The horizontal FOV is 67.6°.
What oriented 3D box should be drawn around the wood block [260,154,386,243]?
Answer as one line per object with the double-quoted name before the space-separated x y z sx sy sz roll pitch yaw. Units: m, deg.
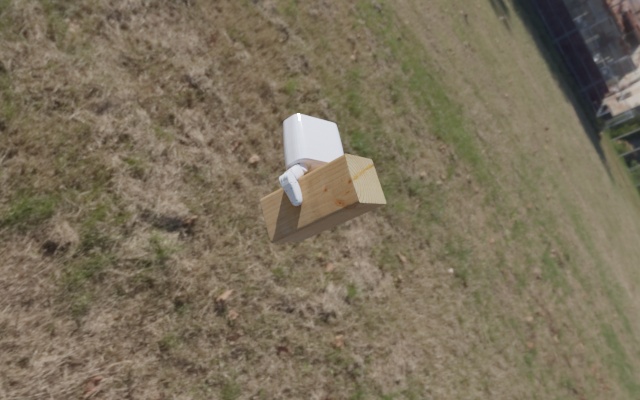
"wood block" 0.000 0.002 0.866 0.206 0.090 0.091 -26 -18 33
